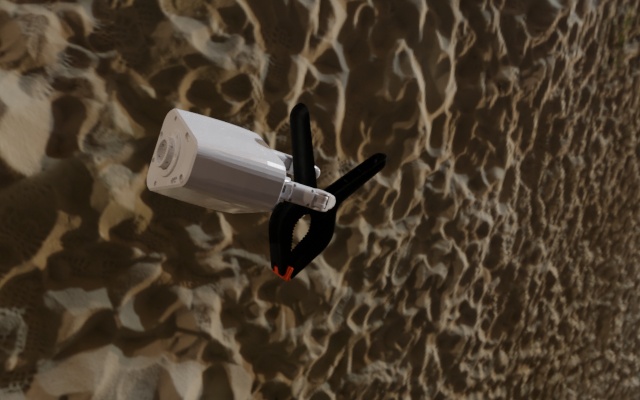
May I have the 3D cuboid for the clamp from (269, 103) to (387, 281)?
[{"bbox_3d":[0.000,0.003,0.605,0.164,0.210,0.036,16,5,-38],"label":"clamp"}]
